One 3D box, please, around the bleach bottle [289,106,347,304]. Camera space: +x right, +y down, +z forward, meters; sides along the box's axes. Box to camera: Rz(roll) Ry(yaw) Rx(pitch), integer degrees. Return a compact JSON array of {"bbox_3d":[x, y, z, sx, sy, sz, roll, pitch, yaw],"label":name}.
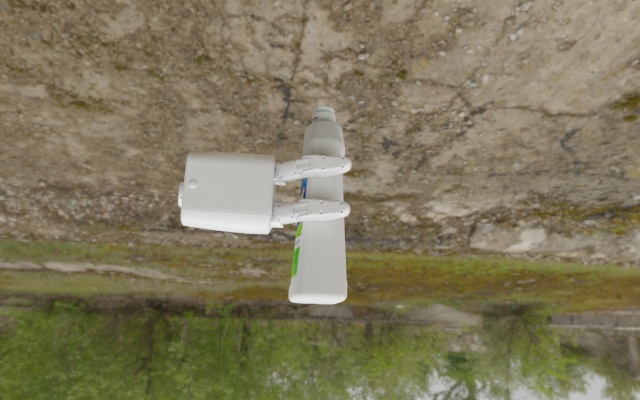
[{"bbox_3d":[0.000,0.002,0.615,0.068,0.250,0.102,4,-17,-8],"label":"bleach bottle"}]
